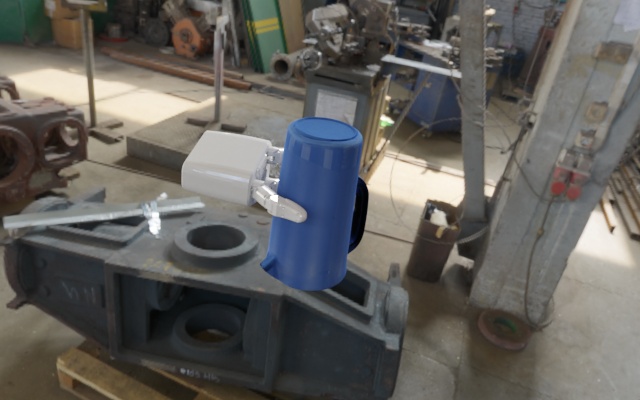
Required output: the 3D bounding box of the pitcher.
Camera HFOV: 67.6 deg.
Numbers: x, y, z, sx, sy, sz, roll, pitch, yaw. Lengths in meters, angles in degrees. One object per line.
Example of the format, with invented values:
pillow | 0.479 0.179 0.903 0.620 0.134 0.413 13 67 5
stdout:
pitcher | 0.000 0.002 0.728 0.145 0.243 0.149 13 28 7
